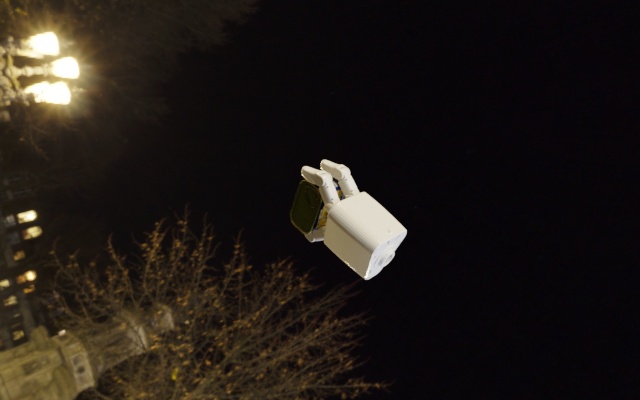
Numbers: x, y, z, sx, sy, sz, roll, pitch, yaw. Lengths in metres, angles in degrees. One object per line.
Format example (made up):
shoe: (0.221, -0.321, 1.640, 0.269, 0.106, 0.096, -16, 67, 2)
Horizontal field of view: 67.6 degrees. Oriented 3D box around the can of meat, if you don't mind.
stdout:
can of meat: (0.000, 0.003, 0.879, 0.084, 0.102, 0.057, -21, 51, -43)
